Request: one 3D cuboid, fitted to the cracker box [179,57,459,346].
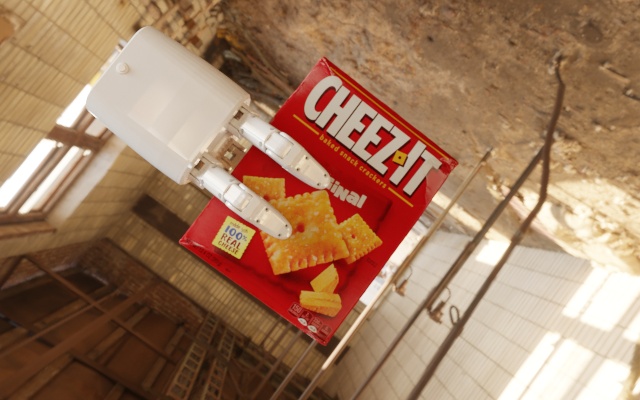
[{"bbox_3d":[0.000,0.002,0.455,0.164,0.213,0.072,37,-4,-4],"label":"cracker box"}]
